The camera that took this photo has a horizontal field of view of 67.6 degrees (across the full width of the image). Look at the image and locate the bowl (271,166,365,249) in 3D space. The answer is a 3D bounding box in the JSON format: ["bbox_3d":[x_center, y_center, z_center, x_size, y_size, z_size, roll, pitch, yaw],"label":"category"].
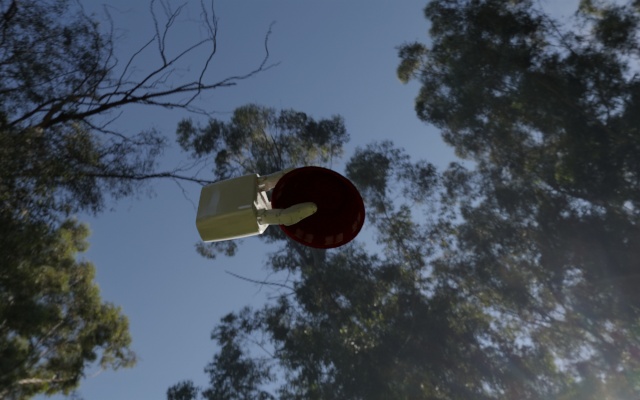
[{"bbox_3d":[0.002,0.003,0.817,0.162,0.162,0.055,0,30,15],"label":"bowl"}]
